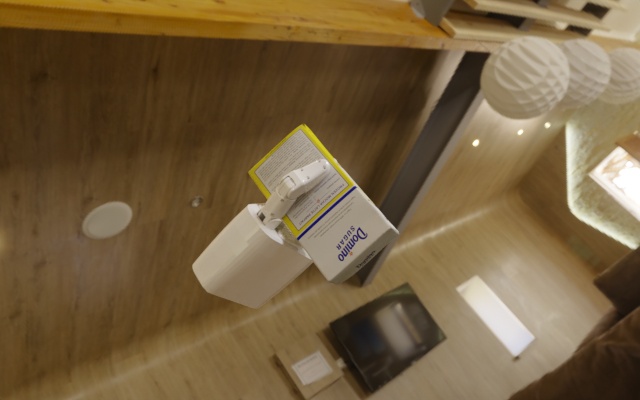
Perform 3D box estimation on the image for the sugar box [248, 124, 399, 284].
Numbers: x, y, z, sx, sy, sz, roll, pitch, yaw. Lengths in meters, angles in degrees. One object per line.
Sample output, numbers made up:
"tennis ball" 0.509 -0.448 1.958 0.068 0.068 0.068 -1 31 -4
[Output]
"sugar box" 0.000 0.002 0.560 0.093 0.176 0.048 -42 -24 8
